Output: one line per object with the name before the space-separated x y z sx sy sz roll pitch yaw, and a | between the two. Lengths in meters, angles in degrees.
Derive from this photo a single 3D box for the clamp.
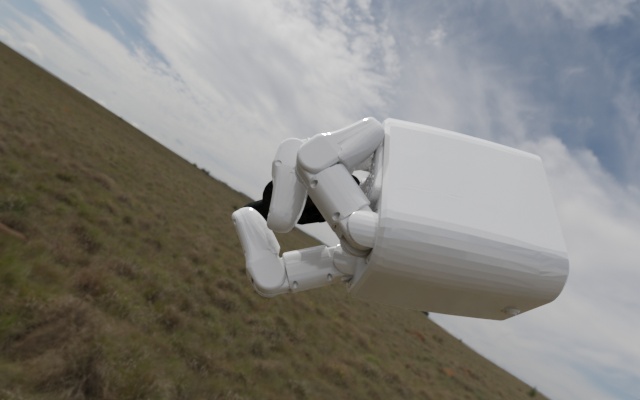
clamp | 0.000 0.001 0.407 0.120 0.039 0.171 -8 -5 -17
